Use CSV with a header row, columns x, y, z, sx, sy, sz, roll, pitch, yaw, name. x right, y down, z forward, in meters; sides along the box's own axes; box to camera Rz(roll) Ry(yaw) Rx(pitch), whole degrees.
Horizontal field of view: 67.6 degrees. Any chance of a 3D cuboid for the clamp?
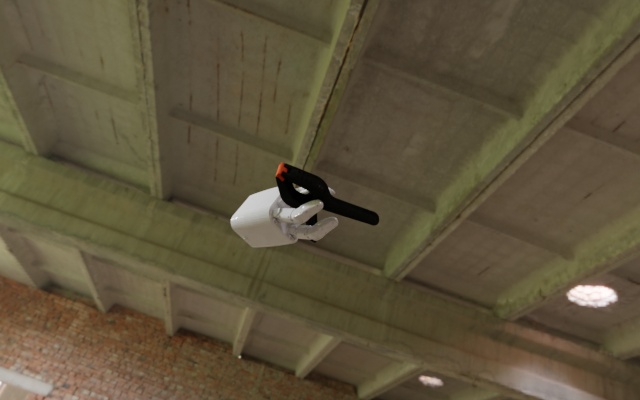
x,y,z,sx,sy,sz,roll,pitch,yaw,name
0.000,0.002,0.884,0.164,0.036,0.210,-14,-45,30,clamp
